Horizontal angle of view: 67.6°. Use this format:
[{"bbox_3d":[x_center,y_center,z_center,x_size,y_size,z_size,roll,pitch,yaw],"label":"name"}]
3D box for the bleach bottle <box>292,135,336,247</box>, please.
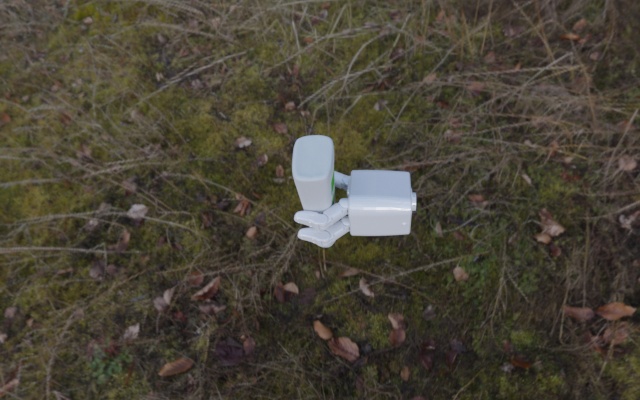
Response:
[{"bbox_3d":[0.000,0.003,0.871,0.068,0.102,0.251,-1,-36,7],"label":"bleach bottle"}]
